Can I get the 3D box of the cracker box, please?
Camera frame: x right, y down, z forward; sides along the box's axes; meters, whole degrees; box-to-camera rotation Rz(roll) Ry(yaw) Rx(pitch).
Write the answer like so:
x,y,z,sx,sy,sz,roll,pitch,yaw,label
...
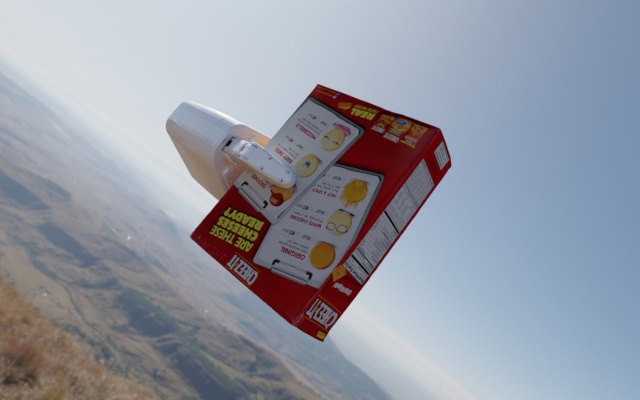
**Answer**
x,y,z,sx,sy,sz,roll,pitch,yaw,label
0.000,0.001,0.473,0.164,0.213,0.072,30,-12,38,cracker box
